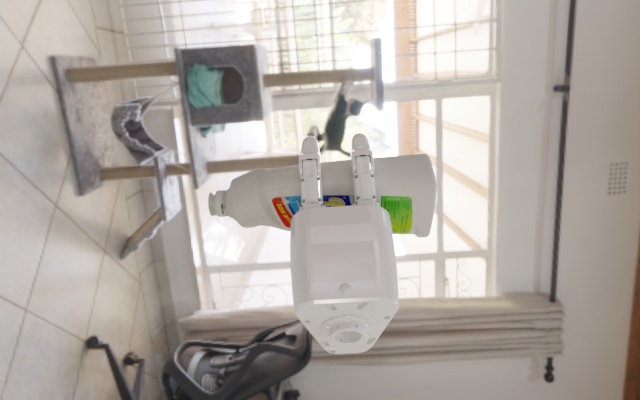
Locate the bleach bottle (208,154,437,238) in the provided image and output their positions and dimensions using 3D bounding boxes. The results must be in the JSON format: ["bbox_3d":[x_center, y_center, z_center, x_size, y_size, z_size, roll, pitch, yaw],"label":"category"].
[{"bbox_3d":[0.000,0.002,0.551,0.251,0.068,0.103,-4,-42,2],"label":"bleach bottle"}]
